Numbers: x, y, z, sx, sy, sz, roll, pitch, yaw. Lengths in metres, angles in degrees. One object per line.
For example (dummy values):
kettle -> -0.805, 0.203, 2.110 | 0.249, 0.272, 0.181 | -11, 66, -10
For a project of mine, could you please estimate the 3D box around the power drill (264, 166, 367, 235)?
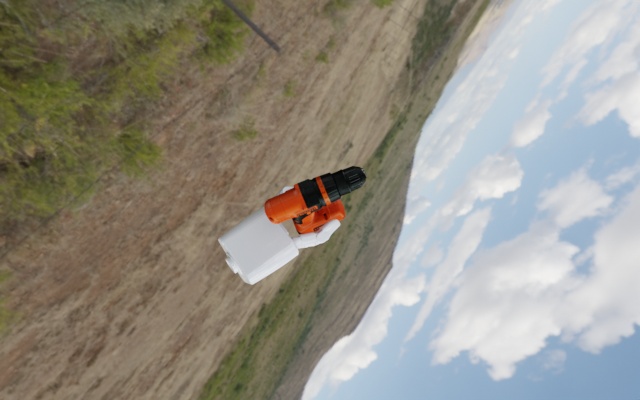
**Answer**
power drill -> 0.000, 0.003, 0.883 | 0.184, 0.057, 0.188 | -21, -17, 2
